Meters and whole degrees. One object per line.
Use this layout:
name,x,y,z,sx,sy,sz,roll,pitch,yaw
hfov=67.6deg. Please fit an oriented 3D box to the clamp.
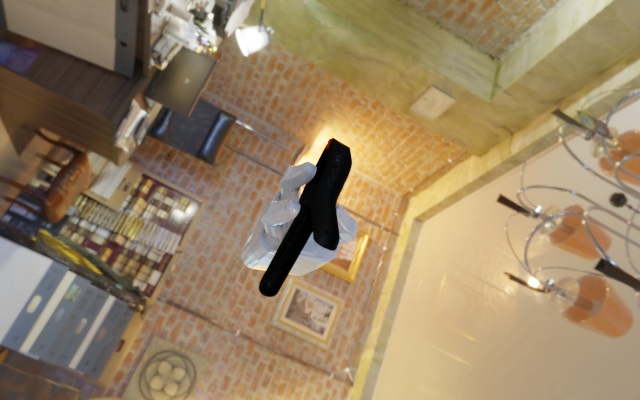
clamp,0.001,0.002,0.551,0.036,0.210,0.165,30,-31,-14
